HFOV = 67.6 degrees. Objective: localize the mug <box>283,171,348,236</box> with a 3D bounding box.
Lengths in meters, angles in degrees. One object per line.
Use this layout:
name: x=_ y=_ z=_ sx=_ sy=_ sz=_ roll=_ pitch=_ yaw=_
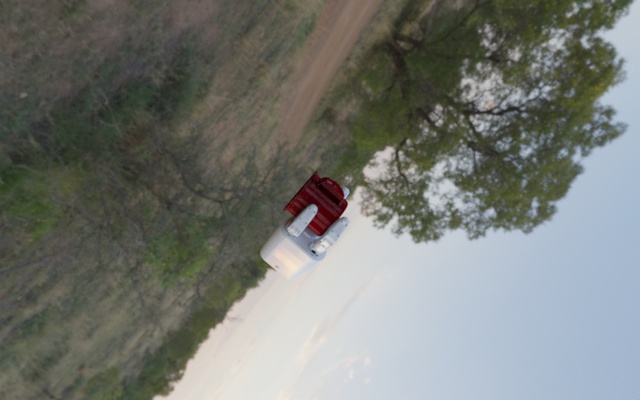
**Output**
mug: x=0.001 y=0.002 z=0.831 sx=0.117 sy=0.081 sz=0.093 roll=-45 pitch=6 yaw=45
